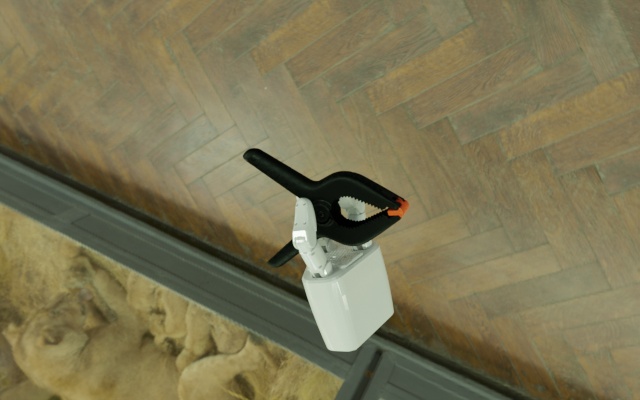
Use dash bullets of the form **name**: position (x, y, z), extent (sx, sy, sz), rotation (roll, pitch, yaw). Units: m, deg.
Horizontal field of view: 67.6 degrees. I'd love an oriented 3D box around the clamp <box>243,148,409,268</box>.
- **clamp**: position (0.000, 0.002, 0.584), extent (0.210, 0.164, 0.036), rotation (-8, 18, 28)
